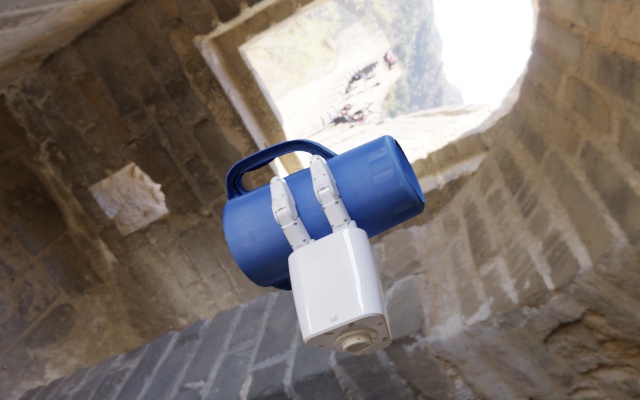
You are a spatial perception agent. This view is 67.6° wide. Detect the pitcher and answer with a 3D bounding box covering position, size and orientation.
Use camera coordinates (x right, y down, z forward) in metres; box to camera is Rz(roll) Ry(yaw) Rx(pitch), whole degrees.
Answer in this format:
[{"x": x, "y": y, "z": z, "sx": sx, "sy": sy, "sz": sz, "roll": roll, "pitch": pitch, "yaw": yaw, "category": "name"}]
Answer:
[{"x": 0.000, "y": 0.002, "z": 0.622, "sx": 0.243, "sy": 0.145, "sz": 0.149, "roll": -25, "pitch": -39, "yaw": 17, "category": "pitcher"}]
